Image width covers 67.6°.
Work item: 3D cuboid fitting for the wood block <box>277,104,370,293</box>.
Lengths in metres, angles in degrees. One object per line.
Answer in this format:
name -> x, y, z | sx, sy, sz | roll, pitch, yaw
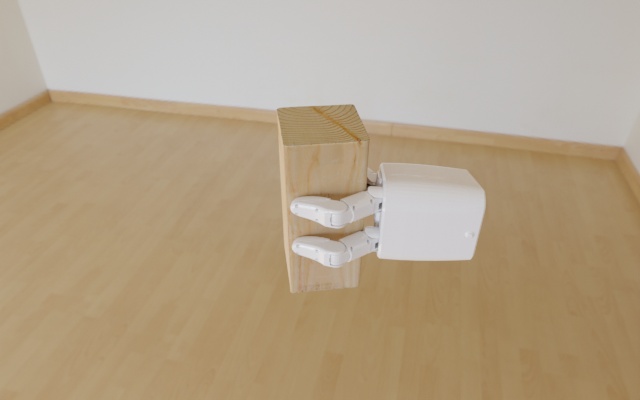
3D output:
wood block -> 0.000, 0.002, 0.563 | 0.090, 0.206, 0.090 | -4, 36, -6
